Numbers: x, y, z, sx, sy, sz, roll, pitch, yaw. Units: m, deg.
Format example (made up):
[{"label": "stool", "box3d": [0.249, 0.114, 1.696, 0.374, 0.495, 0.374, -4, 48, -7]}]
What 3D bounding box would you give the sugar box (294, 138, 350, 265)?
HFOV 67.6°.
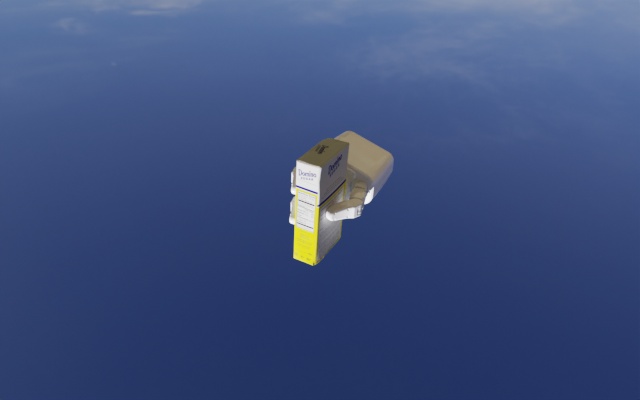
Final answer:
[{"label": "sugar box", "box3d": [0.000, 0.002, 0.724, 0.048, 0.176, 0.093, 17, 35, 23]}]
